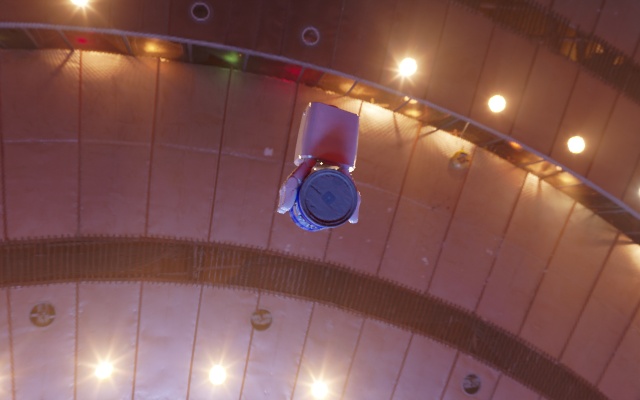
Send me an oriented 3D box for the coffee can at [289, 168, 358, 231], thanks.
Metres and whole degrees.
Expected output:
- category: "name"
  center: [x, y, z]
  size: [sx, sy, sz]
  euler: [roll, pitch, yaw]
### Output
- category: "coffee can"
  center: [0.000, 0.003, 0.886]
  size: [0.103, 0.103, 0.140]
  euler: [0, -6, -12]
